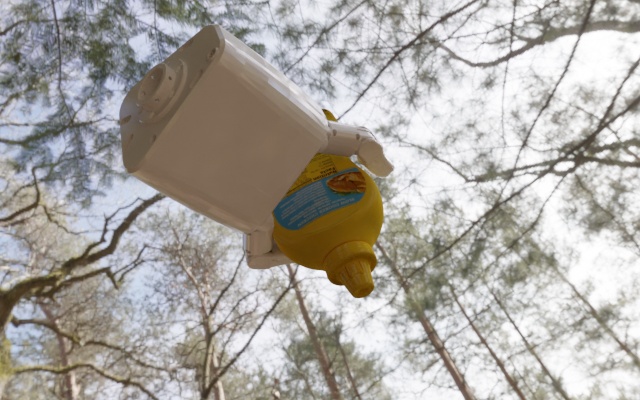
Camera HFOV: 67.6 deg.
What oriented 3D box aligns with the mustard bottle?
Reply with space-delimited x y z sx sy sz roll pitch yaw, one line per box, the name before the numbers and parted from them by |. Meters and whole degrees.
mustard bottle | 0.000 0.001 0.410 0.096 0.191 0.058 -24 -41 -2
